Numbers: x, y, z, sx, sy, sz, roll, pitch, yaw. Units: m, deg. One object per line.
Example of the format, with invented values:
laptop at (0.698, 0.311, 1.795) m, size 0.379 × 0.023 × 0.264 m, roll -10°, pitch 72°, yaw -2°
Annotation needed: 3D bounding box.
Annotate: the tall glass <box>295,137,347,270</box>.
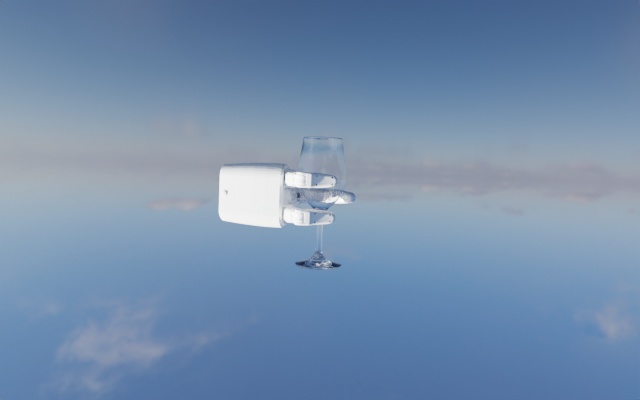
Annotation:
tall glass at (0.000, 0.003, 0.750) m, size 0.079 × 0.201 × 0.079 m, roll 3°, pitch 4°, yaw 0°
